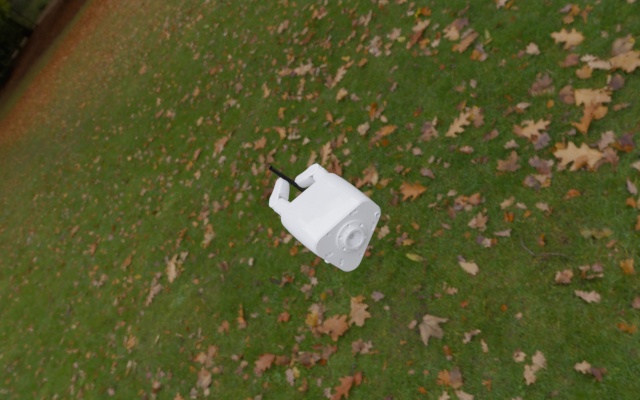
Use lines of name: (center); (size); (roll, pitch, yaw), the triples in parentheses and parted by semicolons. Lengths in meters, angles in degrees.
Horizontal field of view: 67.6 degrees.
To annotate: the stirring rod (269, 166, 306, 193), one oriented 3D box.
stirring rod: (0.000, 0.003, 0.837); (0.240, 0.011, 0.011); (34, -22, -36)
